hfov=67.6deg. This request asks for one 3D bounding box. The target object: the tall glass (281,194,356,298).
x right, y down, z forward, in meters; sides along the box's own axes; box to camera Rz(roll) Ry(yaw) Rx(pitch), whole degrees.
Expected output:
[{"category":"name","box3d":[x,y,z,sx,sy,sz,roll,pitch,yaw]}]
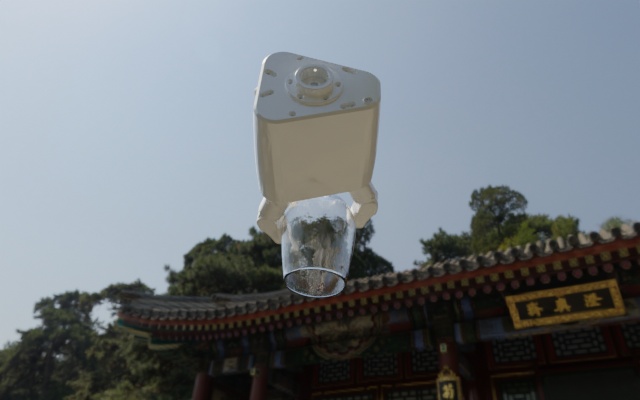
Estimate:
[{"category":"tall glass","box3d":[0.000,0.001,0.523,0.079,0.201,0.079,3,-36,2]}]
